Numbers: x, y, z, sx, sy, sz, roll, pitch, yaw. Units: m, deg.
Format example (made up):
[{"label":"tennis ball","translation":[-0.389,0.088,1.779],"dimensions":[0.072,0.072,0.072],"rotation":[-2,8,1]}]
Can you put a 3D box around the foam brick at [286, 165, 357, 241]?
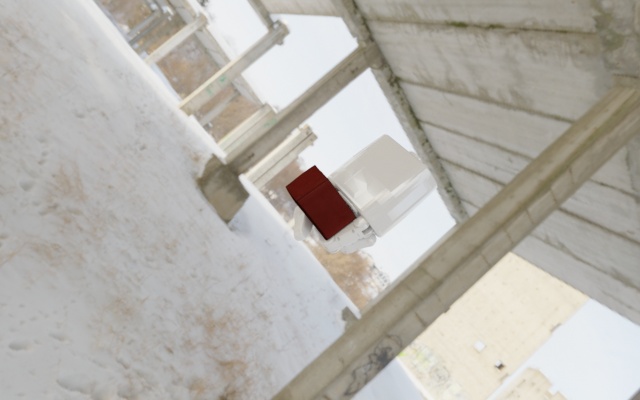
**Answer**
[{"label":"foam brick","translation":[0.000,0.002,0.628],"dimensions":[0.051,0.078,0.053],"rotation":[-38,33,0]}]
